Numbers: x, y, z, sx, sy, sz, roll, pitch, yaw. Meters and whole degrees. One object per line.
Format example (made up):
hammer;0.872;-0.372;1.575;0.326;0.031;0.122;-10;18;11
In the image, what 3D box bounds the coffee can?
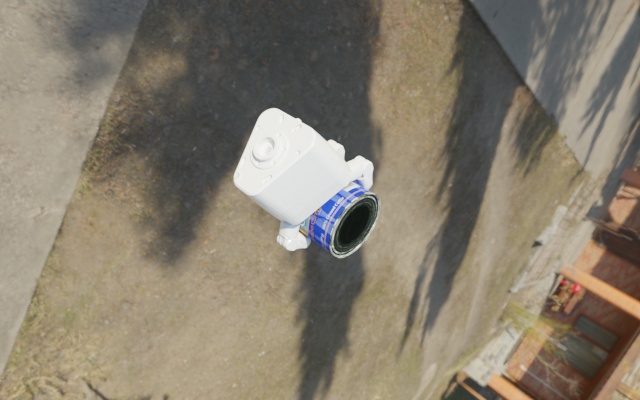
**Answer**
coffee can;0.000;0.002;0.685;0.140;0.103;0.103;34;19;32
